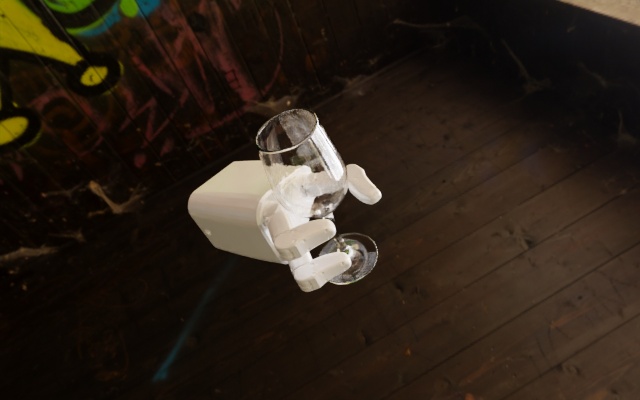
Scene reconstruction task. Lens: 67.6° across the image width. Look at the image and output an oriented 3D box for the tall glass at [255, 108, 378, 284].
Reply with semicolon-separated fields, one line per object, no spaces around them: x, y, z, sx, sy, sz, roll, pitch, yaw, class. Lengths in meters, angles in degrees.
0.000;0.002;0.502;0.079;0.079;0.201;0;-42;25;tall glass
